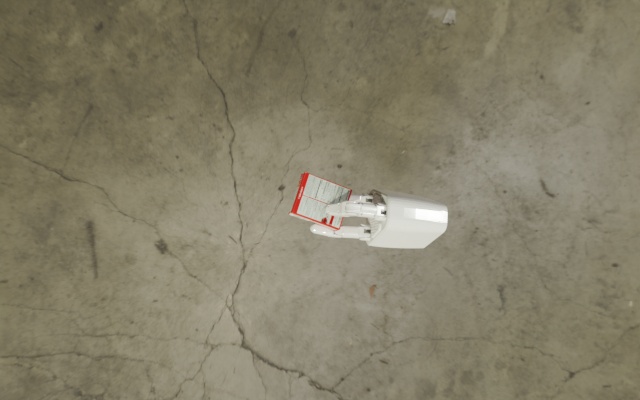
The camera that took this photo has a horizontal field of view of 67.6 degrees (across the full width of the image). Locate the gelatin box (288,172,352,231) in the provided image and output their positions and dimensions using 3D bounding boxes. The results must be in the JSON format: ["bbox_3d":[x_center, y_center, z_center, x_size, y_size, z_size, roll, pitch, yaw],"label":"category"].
[{"bbox_3d":[0.000,0.002,0.793,0.089,0.073,0.030,20,-11,-14],"label":"gelatin box"}]
